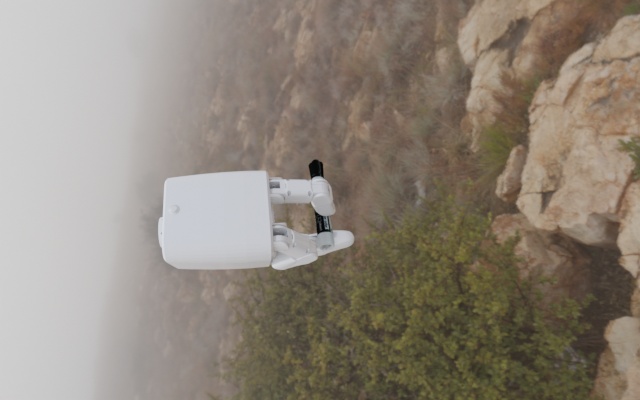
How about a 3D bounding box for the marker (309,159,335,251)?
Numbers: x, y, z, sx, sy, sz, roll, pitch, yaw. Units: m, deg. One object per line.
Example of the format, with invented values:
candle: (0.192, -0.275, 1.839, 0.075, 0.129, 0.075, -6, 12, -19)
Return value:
marker: (0.000, 0.002, 0.575, 0.020, 0.121, 0.020, -6, -30, -3)
